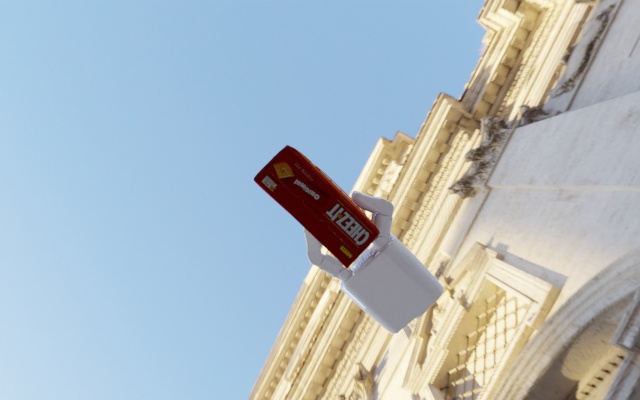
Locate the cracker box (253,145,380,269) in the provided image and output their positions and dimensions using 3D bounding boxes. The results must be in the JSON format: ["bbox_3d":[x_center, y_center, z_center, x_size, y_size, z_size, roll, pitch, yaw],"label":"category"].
[{"bbox_3d":[0.000,0.002,0.693,0.164,0.072,0.213,43,2,0],"label":"cracker box"}]
